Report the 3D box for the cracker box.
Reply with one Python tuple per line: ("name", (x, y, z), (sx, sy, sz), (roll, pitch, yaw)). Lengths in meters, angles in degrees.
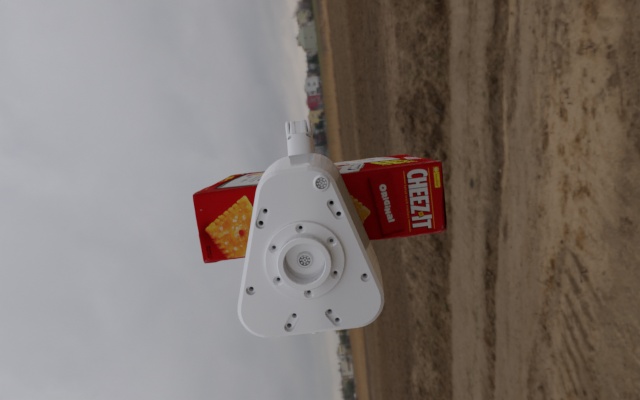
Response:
("cracker box", (0.000, 0.001, 0.483), (0.214, 0.072, 0.164), (-7, 8, 1))
